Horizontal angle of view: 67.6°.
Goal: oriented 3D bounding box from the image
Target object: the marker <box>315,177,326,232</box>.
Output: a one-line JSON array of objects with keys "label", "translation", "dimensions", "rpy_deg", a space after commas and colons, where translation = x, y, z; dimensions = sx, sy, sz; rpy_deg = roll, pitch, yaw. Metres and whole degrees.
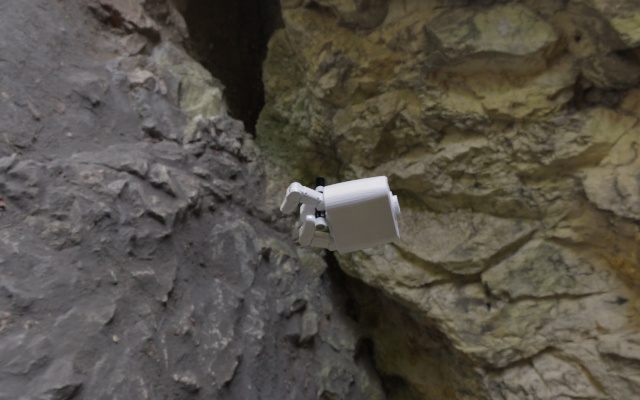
[{"label": "marker", "translation": [0.000, 0.003, 0.812], "dimensions": [0.020, 0.020, 0.121], "rpy_deg": [0, 43, 0]}]
